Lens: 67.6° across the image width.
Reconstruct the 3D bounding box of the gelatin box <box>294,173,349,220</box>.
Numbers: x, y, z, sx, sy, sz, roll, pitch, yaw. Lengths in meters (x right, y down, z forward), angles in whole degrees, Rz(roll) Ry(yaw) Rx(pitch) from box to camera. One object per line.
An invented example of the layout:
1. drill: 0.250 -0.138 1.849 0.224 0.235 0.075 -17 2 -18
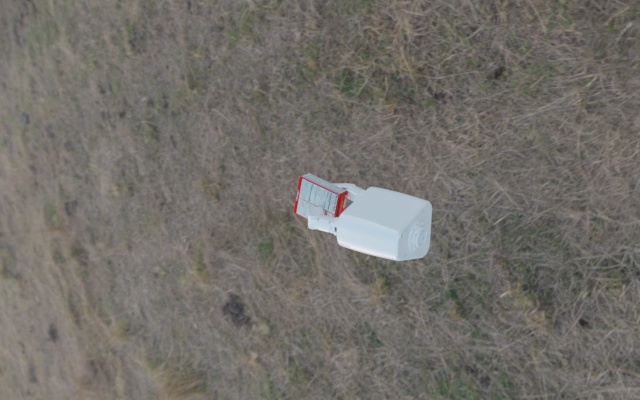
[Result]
1. gelatin box: 0.000 0.003 0.824 0.089 0.073 0.030 25 30 27
